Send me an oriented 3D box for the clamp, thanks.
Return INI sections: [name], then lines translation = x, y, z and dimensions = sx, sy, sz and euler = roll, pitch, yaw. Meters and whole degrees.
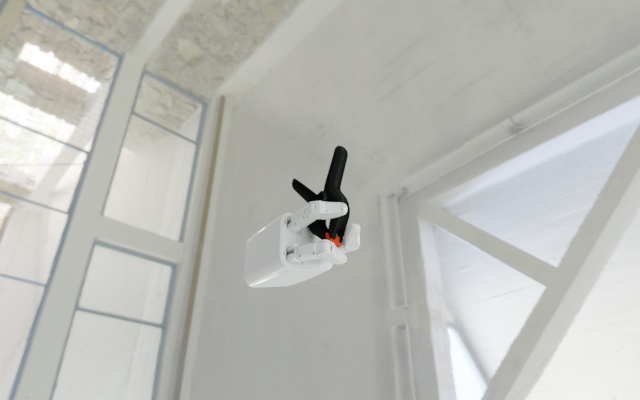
[clamp]
translation = 0.001, 0.003, 0.781
dimensions = 0.039, 0.171, 0.120
euler = 25, -41, -34
